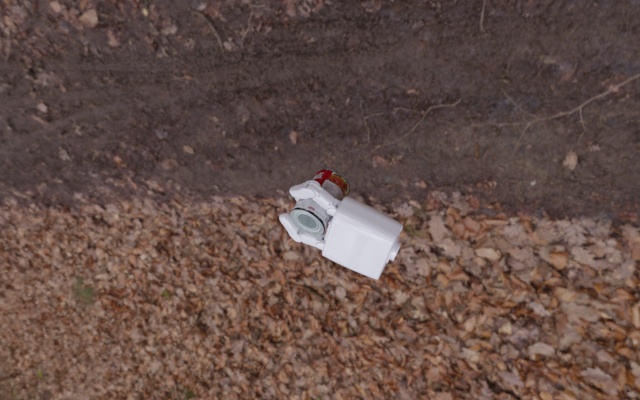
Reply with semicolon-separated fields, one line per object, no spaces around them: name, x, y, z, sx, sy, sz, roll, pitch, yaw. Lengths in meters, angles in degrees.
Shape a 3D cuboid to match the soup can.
soup can;0.000;0.003;0.827;0.068;0.102;0.069;22;-35;16
